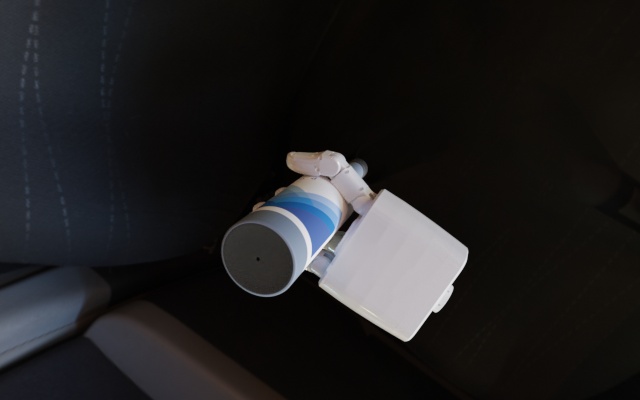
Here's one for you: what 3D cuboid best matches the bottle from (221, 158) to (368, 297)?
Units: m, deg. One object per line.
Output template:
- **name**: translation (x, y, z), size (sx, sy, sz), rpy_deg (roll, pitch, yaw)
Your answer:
- **bottle**: translation (0.000, 0.002, 0.507), size (0.069, 0.069, 0.295), rpy_deg (0, 18, 21)
